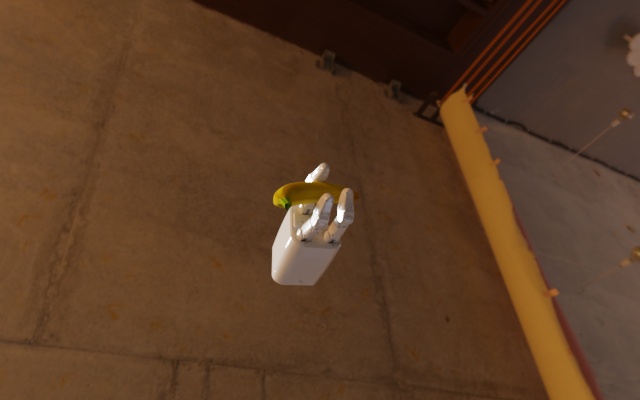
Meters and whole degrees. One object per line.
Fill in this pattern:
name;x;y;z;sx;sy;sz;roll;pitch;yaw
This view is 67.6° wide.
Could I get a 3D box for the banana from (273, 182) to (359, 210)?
banana;-0.015;-0.006;0.802;0.069;0.037;0.198;35;26;30
